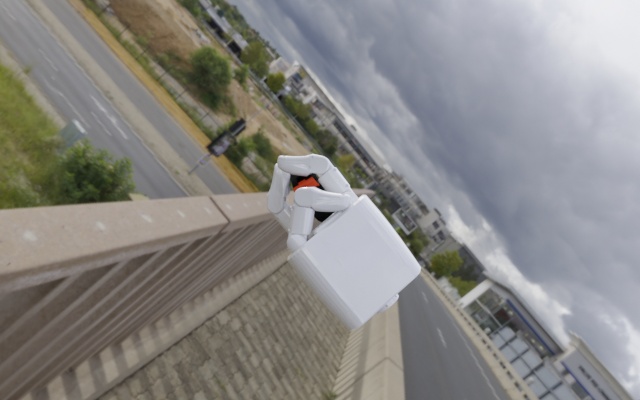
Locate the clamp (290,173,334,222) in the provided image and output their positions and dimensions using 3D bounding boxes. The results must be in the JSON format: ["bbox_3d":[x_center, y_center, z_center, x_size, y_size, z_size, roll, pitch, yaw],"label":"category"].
[{"bbox_3d":[0.001,0.002,0.618,0.039,0.120,0.171,-39,-1,6],"label":"clamp"}]
